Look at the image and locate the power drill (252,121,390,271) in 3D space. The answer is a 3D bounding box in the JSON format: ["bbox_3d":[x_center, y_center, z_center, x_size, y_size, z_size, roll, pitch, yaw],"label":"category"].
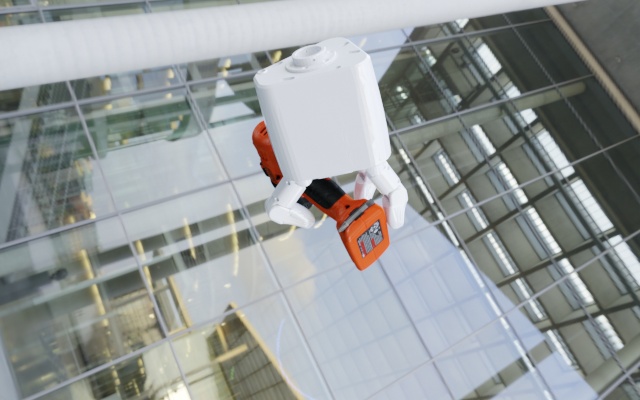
[{"bbox_3d":[0.000,0.002,0.593,0.187,0.057,0.184,40,-12,29],"label":"power drill"}]
